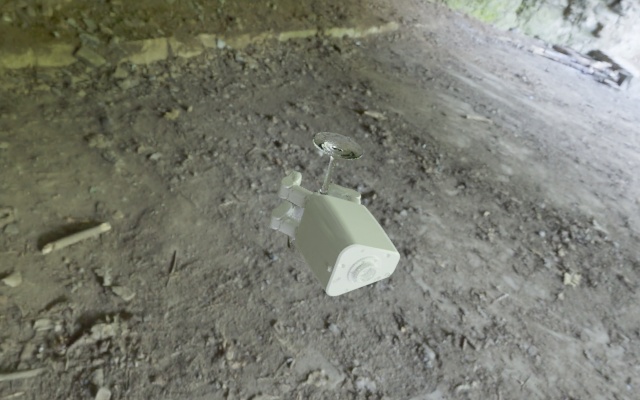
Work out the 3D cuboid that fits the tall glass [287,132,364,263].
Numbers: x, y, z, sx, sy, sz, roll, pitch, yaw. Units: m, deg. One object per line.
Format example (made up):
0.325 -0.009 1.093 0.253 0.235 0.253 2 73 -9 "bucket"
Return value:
0.000 0.002 0.728 0.079 0.201 0.079 13 33 -8 "tall glass"
